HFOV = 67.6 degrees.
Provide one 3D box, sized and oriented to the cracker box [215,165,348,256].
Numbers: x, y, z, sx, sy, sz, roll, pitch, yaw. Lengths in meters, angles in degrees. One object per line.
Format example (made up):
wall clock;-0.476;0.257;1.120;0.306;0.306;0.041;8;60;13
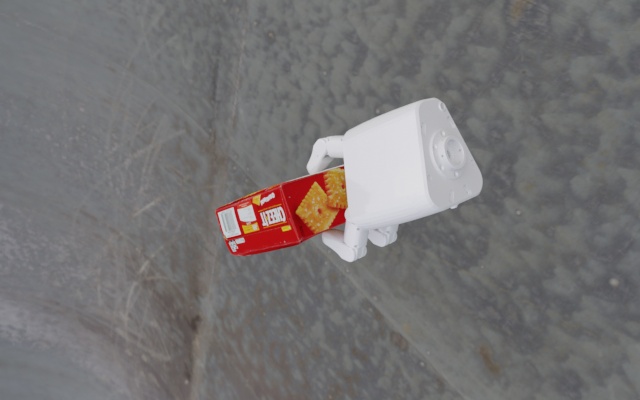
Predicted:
cracker box;0.000;0.002;0.611;0.213;0.072;0.164;-19;1;-38
